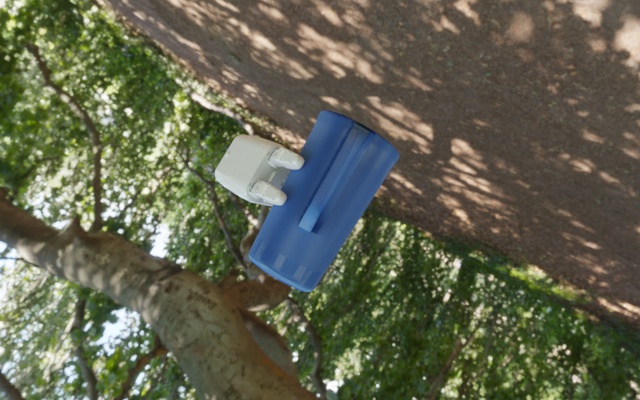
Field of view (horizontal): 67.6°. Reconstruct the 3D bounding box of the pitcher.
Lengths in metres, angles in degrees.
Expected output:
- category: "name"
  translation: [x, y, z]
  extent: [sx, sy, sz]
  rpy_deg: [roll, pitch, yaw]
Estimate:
- category: "pitcher"
  translation: [0.000, 0.002, 0.680]
  extent: [0.145, 0.243, 0.149]
  rpy_deg: [25, -6, 44]
